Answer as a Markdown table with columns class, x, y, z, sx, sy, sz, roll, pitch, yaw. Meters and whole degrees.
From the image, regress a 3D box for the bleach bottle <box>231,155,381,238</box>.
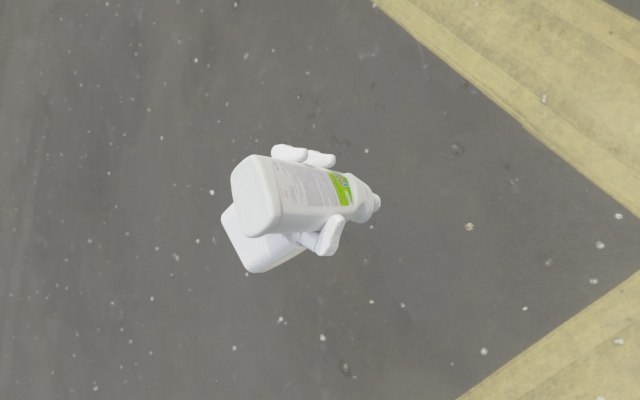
| class | x | y | z | sx | sy | sz | roll | pitch | yaw |
| --- | --- | --- | --- | --- | --- | --- | --- | --- | --- |
| bleach bottle | 0.000 | 0.002 | 0.662 | 0.251 | 0.102 | 0.068 | 6 | -31 | -46 |
